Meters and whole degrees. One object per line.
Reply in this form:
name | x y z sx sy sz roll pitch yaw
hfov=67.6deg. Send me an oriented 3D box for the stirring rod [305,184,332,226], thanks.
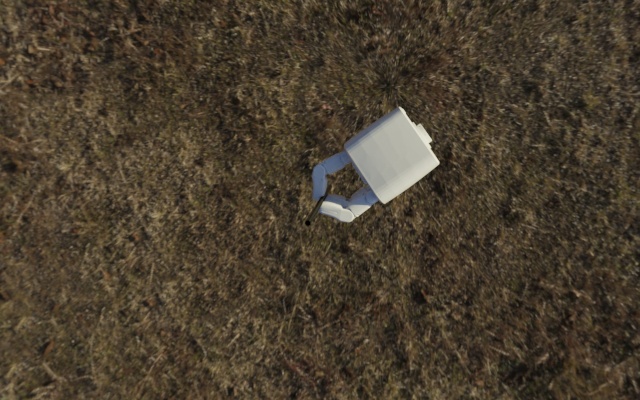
stirring rod | 0.000 0.002 0.747 0.011 0.011 0.239 0 13 8
